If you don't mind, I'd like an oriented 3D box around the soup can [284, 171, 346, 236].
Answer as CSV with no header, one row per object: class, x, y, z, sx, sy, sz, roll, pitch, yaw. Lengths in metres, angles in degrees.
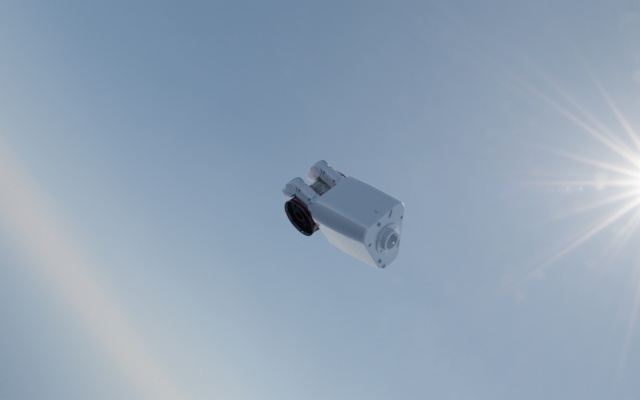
soup can,0.000,0.002,0.792,0.102,0.068,0.068,-37,19,-27
